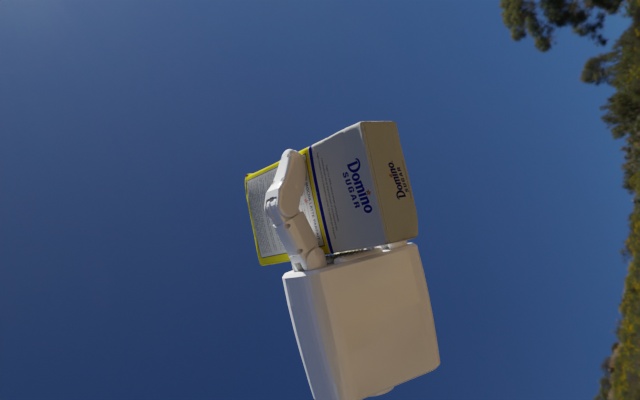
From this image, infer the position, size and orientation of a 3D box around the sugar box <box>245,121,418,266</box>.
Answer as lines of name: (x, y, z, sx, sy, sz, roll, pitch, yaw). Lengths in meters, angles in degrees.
sugar box: (0.000, 0.001, 0.417, 0.048, 0.093, 0.176, -8, -5, -42)
